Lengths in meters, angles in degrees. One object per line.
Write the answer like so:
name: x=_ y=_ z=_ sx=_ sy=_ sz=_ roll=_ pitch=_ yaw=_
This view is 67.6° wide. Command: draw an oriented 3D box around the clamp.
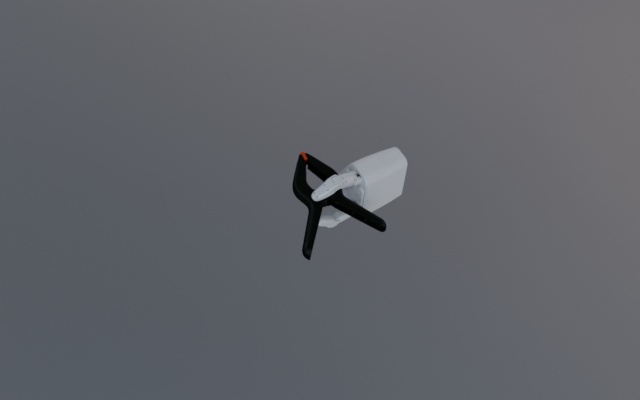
clamp: x=0.000 y=0.002 z=0.873 sx=0.164 sy=0.210 sz=0.036 roll=-25 pitch=-23 yaw=-24
